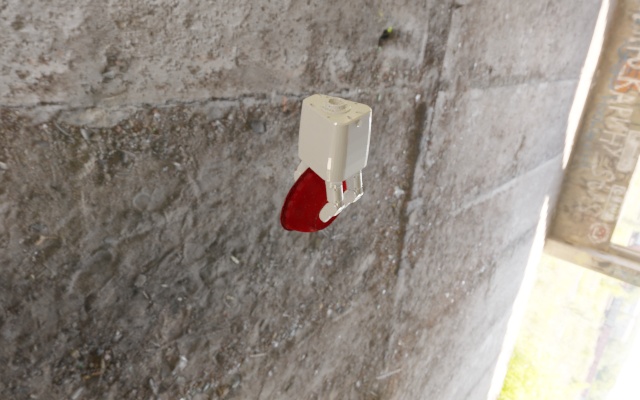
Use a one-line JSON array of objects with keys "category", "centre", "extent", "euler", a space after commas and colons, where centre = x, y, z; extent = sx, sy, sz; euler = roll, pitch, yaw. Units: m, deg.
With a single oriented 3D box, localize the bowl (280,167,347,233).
[{"category": "bowl", "centre": [0.000, 0.004, 0.884], "extent": [0.055, 0.162, 0.162], "euler": [36, 16, 23]}]
